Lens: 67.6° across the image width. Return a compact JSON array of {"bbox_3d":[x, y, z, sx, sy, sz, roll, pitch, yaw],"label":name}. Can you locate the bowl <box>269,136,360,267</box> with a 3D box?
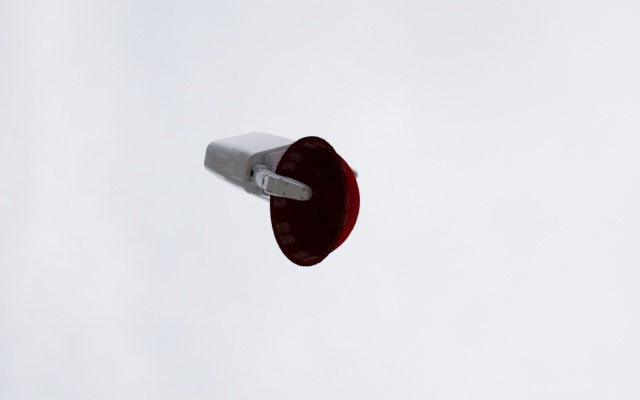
[{"bbox_3d":[0.001,0.003,0.602,0.055,0.162,0.162,4,-3,-37],"label":"bowl"}]
